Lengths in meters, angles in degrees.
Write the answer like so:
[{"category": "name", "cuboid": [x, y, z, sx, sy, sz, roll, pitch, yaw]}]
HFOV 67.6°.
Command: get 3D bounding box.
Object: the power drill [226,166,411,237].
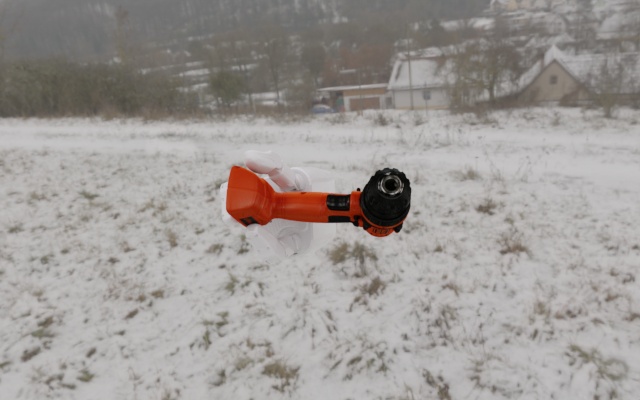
[{"category": "power drill", "cuboid": [0.000, 0.002, 0.508, 0.187, 0.057, 0.184, 5, -14, 5]}]
